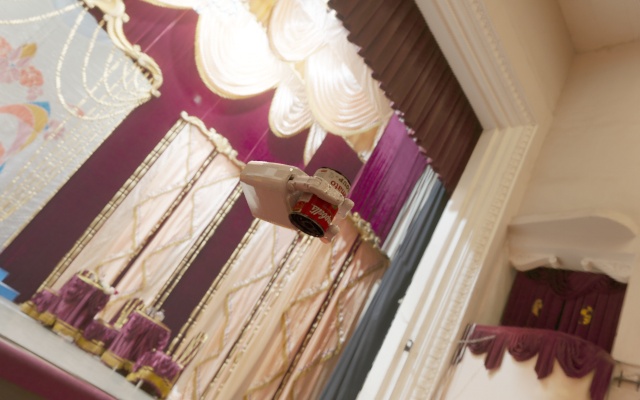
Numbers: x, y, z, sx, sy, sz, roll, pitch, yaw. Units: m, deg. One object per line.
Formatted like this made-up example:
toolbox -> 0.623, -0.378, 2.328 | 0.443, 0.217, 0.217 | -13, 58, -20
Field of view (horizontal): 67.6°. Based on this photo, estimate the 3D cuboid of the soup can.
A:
soup can -> 0.001, 0.002, 0.804 | 0.068, 0.102, 0.068 | 25, -25, 13
